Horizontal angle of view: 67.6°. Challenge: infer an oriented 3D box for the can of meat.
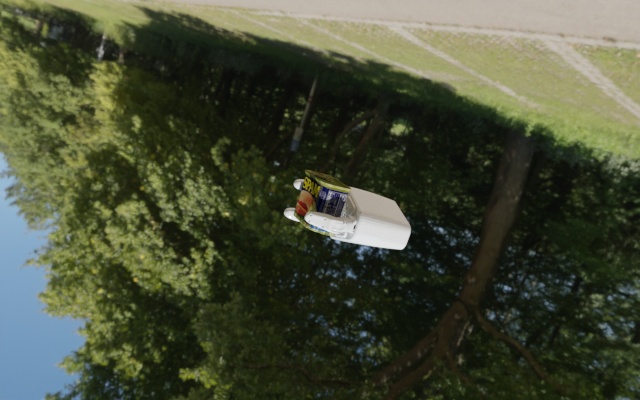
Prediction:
[{"bbox_3d":[0.000,0.003,0.810,0.057,0.084,0.102,12,12,-26],"label":"can of meat"}]
